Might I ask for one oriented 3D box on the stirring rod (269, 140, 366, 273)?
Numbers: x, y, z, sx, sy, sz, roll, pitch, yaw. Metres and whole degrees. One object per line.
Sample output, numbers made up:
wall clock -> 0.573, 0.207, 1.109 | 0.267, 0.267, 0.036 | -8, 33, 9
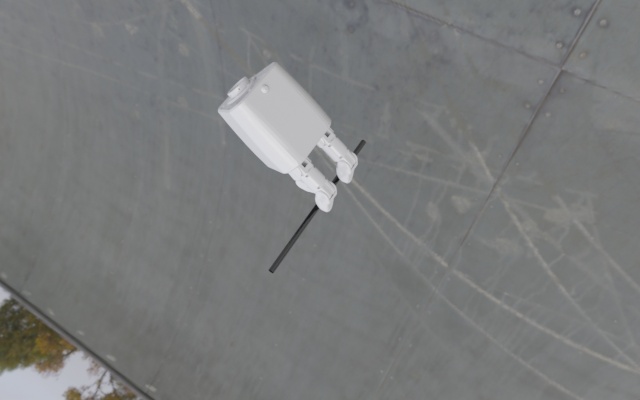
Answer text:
stirring rod -> 0.000, 0.002, 0.667 | 0.011, 0.239, 0.011 | 29, -23, 14
